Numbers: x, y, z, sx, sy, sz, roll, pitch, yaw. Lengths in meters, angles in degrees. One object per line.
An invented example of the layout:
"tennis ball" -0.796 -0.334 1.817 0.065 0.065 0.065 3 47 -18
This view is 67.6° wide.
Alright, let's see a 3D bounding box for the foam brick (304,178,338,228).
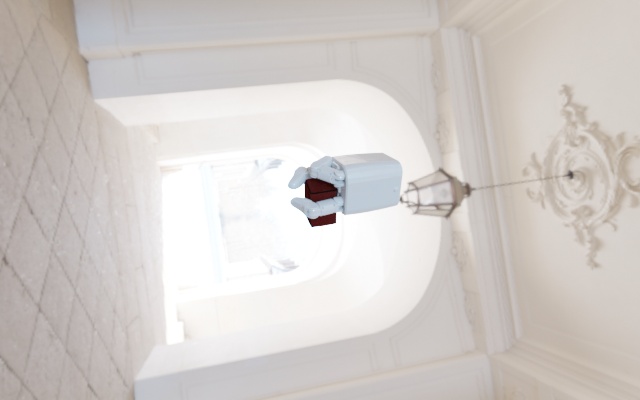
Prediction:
"foam brick" 0.000 0.003 0.881 0.051 0.078 0.053 -8 36 -13
